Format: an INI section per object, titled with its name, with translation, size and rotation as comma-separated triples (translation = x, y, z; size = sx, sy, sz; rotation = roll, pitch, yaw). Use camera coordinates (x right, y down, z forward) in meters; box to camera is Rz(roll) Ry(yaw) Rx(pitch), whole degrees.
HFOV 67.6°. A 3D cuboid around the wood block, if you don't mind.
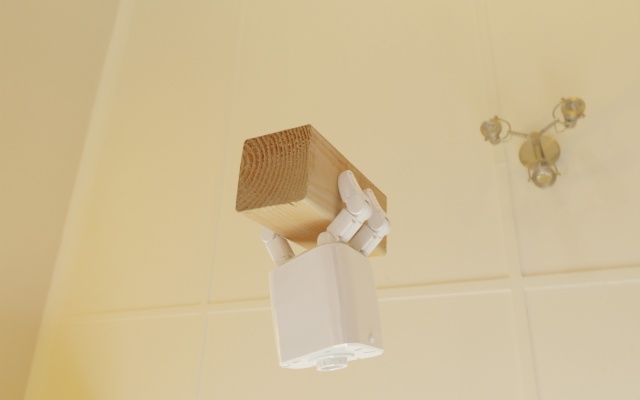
[wood block]
translation = 0.000, 0.002, 0.580
size = 0.091, 0.090, 0.206
rotation = -9, -26, 28
